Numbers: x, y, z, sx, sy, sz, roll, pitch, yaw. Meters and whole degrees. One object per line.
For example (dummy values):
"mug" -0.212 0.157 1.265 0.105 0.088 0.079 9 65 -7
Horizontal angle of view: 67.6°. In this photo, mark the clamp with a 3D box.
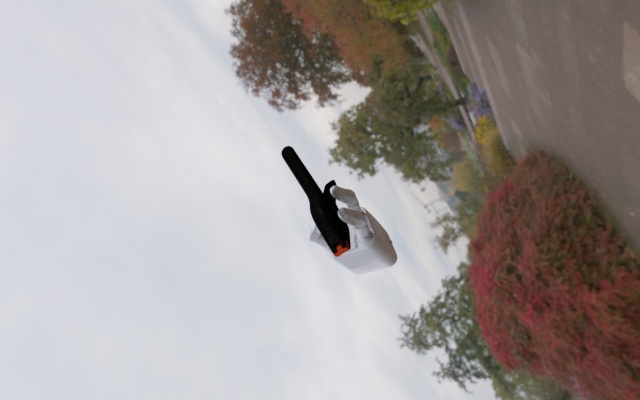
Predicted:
"clamp" 0.000 0.004 0.842 0.036 0.209 0.165 -35 -44 18
